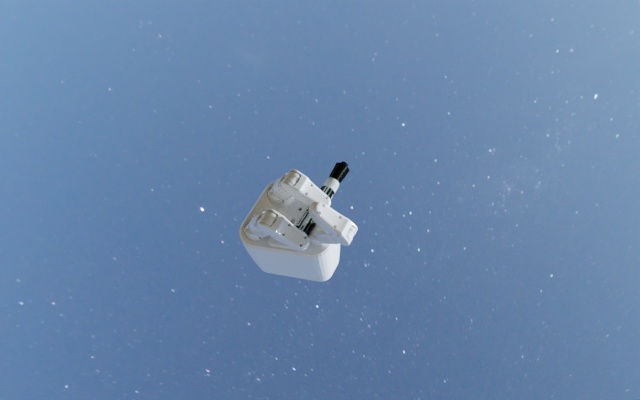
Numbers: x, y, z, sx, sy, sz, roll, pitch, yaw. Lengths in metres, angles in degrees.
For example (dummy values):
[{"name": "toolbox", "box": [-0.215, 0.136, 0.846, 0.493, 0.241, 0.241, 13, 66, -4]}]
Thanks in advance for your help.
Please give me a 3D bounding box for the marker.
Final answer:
[{"name": "marker", "box": [0.000, 0.002, 0.563, 0.020, 0.121, 0.020, 27, -23, 12]}]
